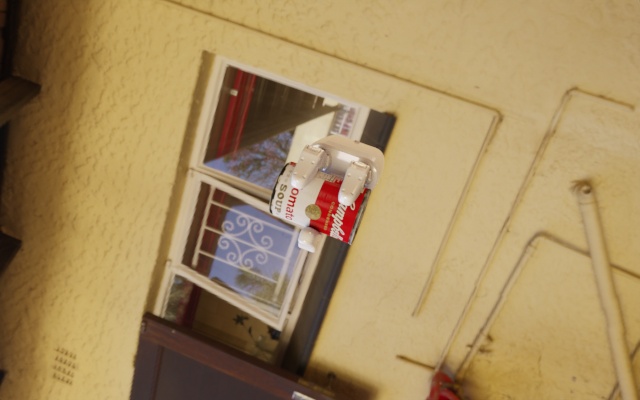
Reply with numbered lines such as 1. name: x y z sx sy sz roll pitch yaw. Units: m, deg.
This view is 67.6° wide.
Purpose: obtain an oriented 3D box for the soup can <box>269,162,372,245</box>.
1. soup can: 0.000 0.002 0.554 0.102 0.068 0.068 20 3 8
